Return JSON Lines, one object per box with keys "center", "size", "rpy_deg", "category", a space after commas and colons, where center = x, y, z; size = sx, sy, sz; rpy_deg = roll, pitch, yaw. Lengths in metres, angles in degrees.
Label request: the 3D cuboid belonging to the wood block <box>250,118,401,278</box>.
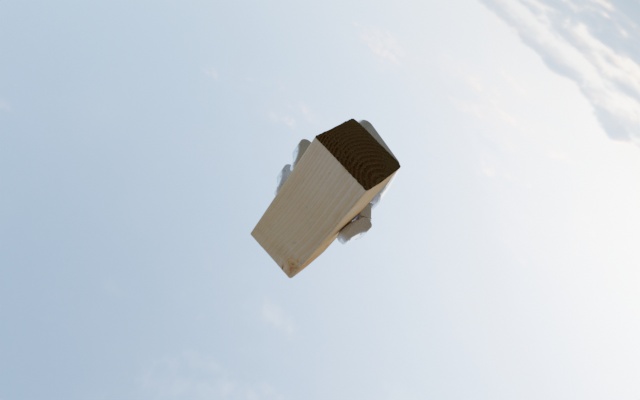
{"center": [0.000, 0.002, 0.639], "size": [0.090, 0.091, 0.206], "rpy_deg": [-33, -14, -47], "category": "wood block"}
